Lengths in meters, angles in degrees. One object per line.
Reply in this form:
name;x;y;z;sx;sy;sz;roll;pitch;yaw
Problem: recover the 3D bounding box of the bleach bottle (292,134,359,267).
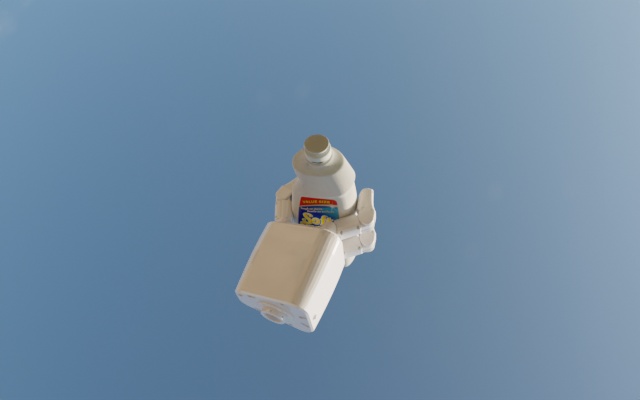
bleach bottle;0.000;0.002;0.647;0.102;0.068;0.251;16;-30;17
